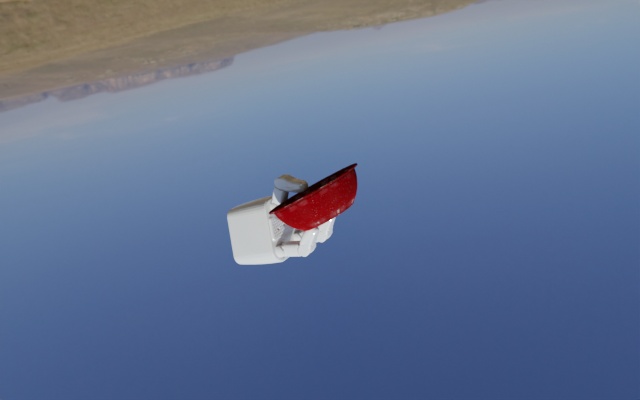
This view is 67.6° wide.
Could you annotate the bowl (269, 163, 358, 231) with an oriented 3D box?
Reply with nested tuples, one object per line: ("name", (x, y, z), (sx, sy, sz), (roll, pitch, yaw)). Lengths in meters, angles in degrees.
("bowl", (0.001, 0.003, 0.760), (0.162, 0.055, 0.162), (-30, 5, 3))
